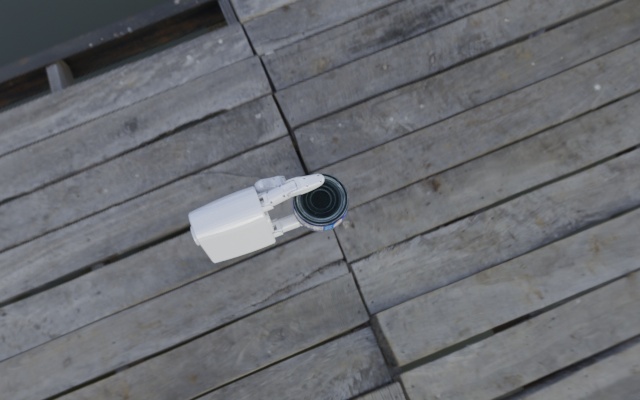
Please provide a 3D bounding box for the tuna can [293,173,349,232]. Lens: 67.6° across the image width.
[{"bbox_3d":[0.000,0.002,0.728,0.086,0.086,0.034,0,-19,-2],"label":"tuna can"}]
